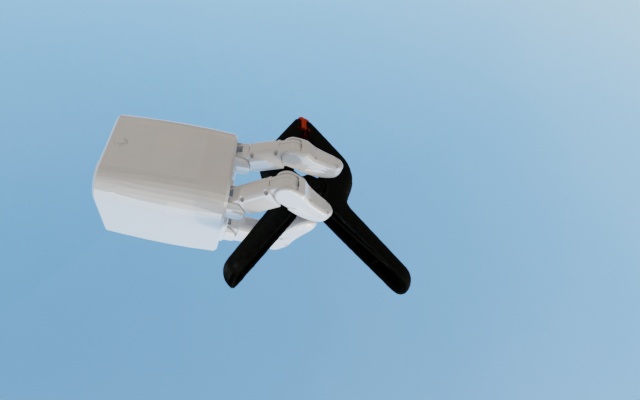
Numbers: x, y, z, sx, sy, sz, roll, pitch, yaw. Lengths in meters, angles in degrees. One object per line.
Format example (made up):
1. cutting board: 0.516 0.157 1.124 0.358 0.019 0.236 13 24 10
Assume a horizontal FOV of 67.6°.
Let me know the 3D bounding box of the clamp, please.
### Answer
1. clamp: 0.000 0.002 0.460 0.164 0.209 0.036 12 -43 -14
